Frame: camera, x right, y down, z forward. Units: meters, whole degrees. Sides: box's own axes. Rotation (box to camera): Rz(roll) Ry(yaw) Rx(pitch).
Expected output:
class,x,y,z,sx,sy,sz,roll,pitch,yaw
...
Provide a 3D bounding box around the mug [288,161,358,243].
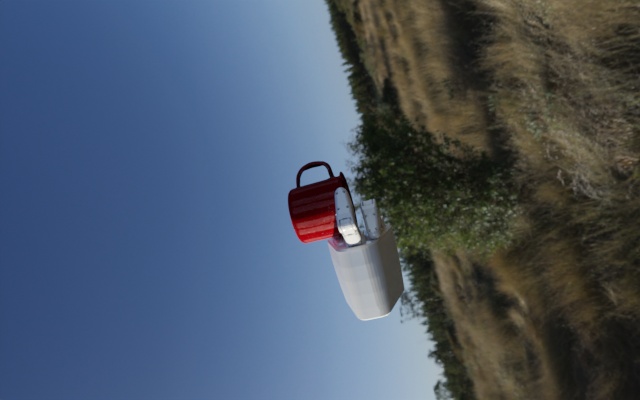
class,x,y,z,sx,sy,sz,roll,pitch,yaw
mug,0.000,0.001,0.682,0.081,0.117,0.093,-15,5,10
